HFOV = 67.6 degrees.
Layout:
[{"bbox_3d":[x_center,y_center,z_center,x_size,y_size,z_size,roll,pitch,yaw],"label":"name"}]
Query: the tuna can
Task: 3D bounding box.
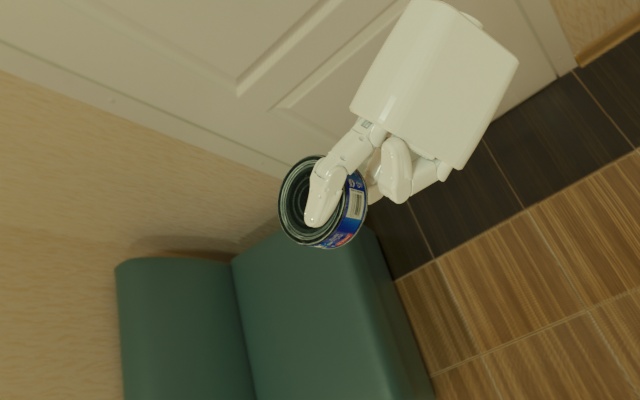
[{"bbox_3d":[0.000,0.001,0.443,0.086,0.086,0.034,0,-8,41],"label":"tuna can"}]
